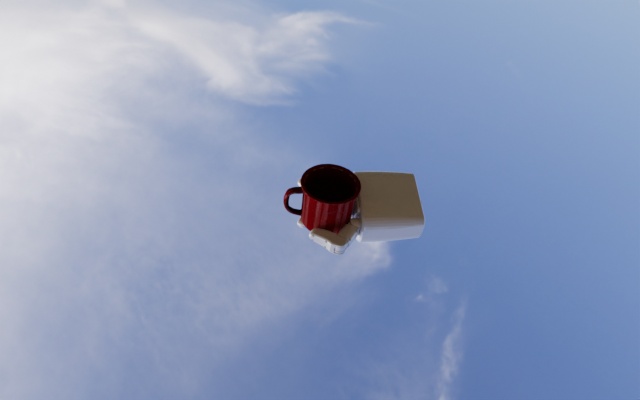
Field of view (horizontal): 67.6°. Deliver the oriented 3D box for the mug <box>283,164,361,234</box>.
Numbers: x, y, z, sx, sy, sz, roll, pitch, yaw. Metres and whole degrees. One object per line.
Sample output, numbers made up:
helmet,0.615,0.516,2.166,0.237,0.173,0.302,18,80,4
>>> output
mug,-0.001,0.003,0.751,0.117,0.082,0.093,-1,44,-10
